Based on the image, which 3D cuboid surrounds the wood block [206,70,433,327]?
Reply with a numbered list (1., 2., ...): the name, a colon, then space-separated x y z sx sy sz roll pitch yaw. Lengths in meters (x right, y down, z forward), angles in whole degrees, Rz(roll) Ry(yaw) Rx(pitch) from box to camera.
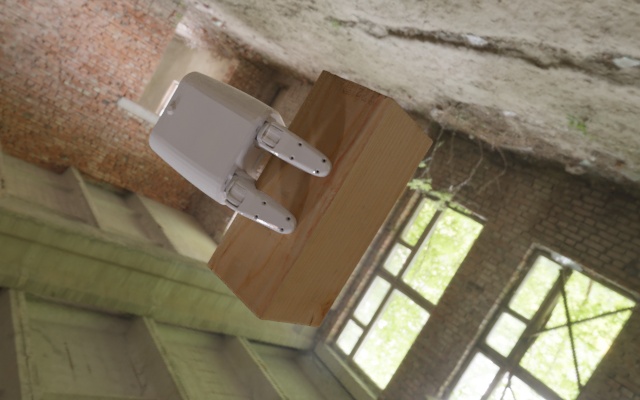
1. wood block: 0.000 0.001 0.440 0.090 0.206 0.091 34 4 38
